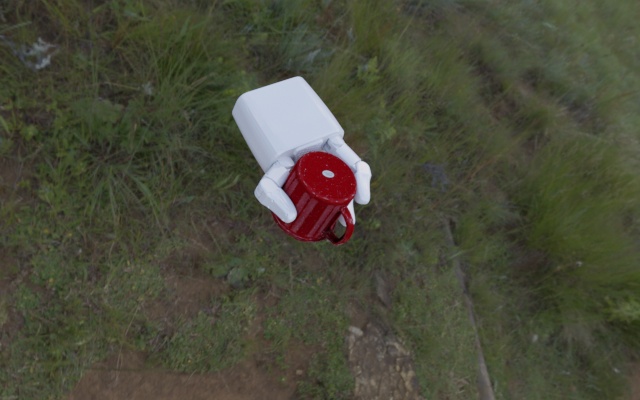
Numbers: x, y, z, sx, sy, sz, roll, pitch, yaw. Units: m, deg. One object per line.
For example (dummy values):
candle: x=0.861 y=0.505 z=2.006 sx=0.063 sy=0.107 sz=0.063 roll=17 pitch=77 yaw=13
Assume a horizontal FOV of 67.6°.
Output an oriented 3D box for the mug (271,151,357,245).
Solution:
mug: x=0.001 y=0.003 z=0.594 sx=0.093 sy=0.117 sz=0.081 roll=-19 pitch=-24 yaw=-38
